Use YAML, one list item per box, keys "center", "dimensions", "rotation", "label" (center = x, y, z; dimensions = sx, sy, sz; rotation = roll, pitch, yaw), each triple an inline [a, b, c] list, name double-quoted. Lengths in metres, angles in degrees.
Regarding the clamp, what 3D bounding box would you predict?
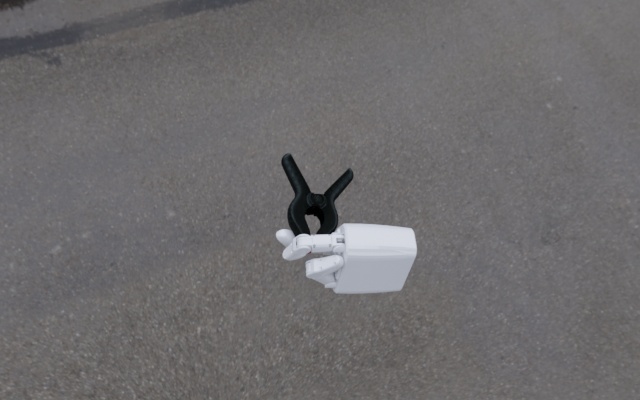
- center: [0.000, 0.002, 0.744]
  dimensions: [0.120, 0.171, 0.039]
  rotation: [2, -30, -11]
  label: "clamp"
